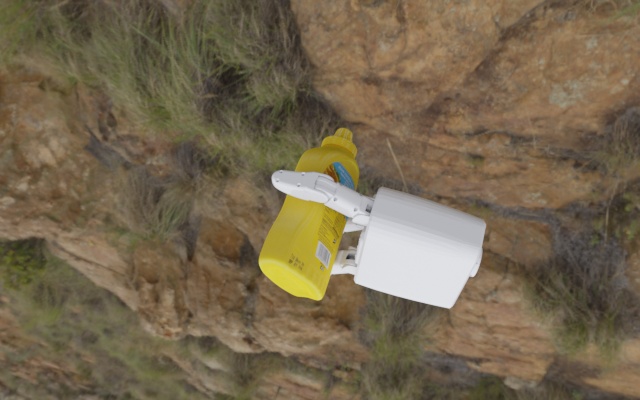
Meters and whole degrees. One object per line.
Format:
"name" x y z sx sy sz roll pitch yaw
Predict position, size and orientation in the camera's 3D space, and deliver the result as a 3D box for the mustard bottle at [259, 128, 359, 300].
"mustard bottle" 0.000 0.002 0.513 0.058 0.191 0.096 4 -29 30
